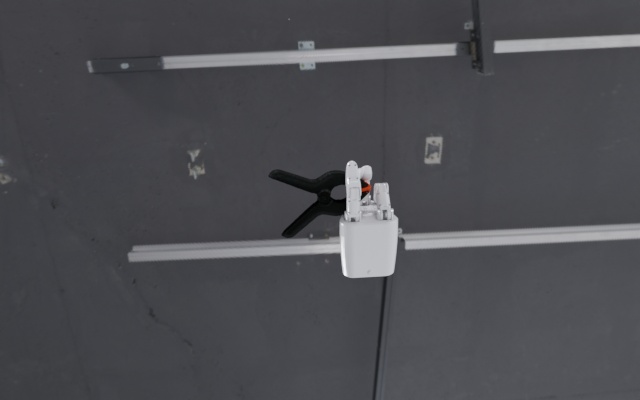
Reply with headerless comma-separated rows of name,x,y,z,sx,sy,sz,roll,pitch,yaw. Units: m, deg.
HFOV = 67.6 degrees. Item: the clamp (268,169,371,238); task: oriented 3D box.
clamp,0.000,0.002,0.815,0.171,0.120,0.039,-3,21,-3
